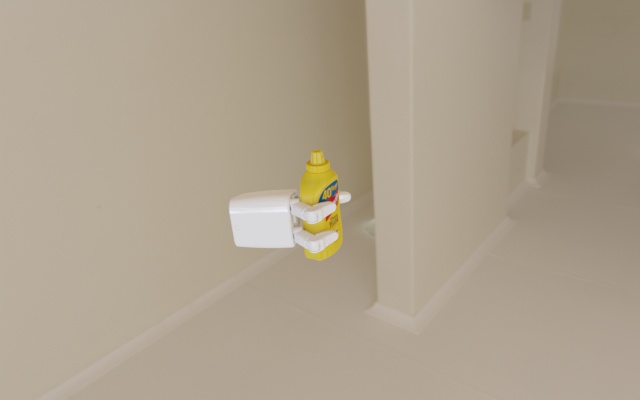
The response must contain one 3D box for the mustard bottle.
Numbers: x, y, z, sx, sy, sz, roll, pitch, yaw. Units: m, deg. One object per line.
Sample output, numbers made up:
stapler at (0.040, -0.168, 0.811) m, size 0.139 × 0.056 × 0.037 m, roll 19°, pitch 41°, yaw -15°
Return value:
mustard bottle at (0.000, 0.003, 0.849) m, size 0.058 × 0.192 × 0.096 m, roll 9°, pitch 28°, yaw 29°
